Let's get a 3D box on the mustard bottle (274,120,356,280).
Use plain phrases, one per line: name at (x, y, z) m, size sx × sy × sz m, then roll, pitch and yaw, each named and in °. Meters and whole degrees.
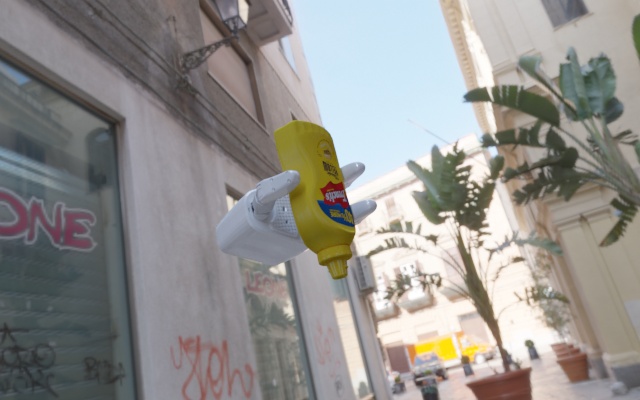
mustard bottle at (0.000, 0.002, 0.581) m, size 0.058 × 0.191 × 0.096 m, roll -24°, pitch -22°, yaw 26°
